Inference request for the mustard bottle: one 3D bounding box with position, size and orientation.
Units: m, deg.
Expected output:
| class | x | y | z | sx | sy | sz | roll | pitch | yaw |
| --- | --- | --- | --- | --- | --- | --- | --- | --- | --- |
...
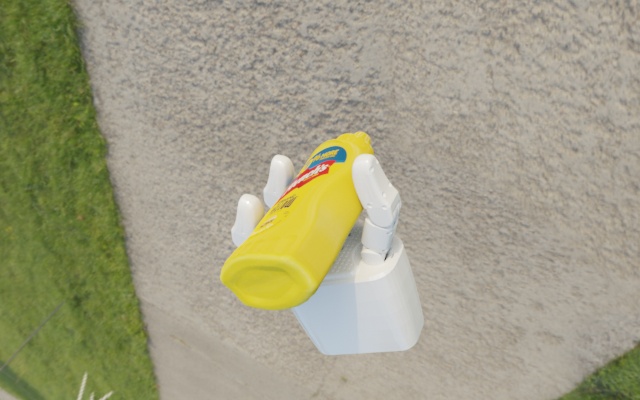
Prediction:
| class | x | y | z | sx | sy | sz | roll | pitch | yaw |
| --- | --- | --- | --- | --- | --- | --- | --- | --- | --- |
| mustard bottle | 0.000 | 0.001 | 0.402 | 0.096 | 0.058 | 0.191 | -26 | 22 | 46 |
